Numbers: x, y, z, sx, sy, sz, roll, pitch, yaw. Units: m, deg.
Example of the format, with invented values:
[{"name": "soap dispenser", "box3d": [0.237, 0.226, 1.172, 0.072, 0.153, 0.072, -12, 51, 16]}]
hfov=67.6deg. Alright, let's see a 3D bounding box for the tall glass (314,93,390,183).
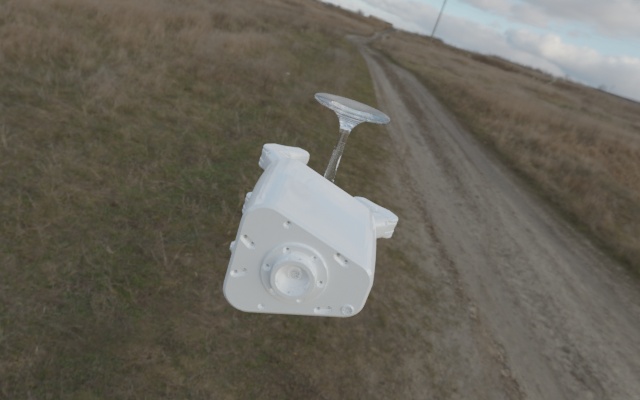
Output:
[{"name": "tall glass", "box3d": [0.000, 0.001, 0.478, 0.079, 0.201, 0.079, 16, 22, -7]}]
